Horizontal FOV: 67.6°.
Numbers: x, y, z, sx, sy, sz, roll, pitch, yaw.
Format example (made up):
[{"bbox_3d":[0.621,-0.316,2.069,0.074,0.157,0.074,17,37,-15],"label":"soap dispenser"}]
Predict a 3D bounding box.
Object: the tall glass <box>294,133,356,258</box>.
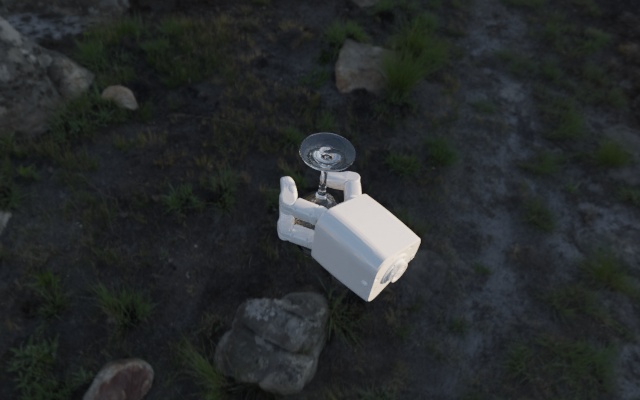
[{"bbox_3d":[0.000,0.002,0.698,0.079,0.079,0.201,0,-42,-8],"label":"tall glass"}]
